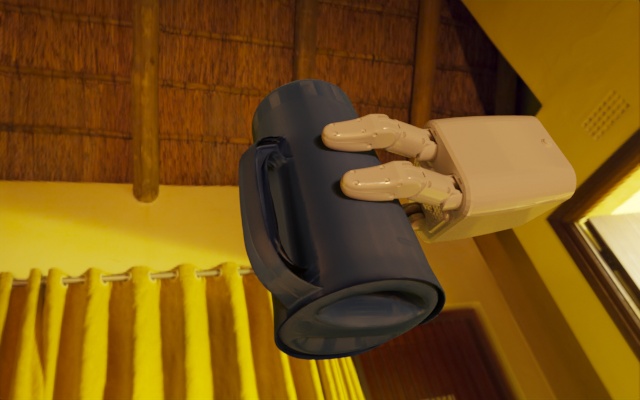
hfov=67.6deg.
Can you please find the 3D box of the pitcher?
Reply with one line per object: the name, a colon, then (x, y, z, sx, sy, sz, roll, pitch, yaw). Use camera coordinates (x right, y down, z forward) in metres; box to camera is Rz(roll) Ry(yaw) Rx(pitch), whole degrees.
pitcher: (0.000, 0.001, 0.421, 0.145, 0.242, 0.149, -8, -37, -11)
